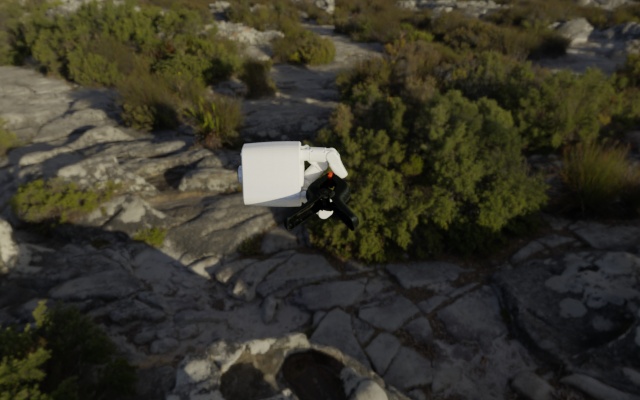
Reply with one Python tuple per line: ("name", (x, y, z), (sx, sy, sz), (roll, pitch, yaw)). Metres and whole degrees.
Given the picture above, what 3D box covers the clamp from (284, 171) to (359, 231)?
("clamp", (0.000, 0.002, 0.818), (0.120, 0.039, 0.171), (0, 28, -1))
